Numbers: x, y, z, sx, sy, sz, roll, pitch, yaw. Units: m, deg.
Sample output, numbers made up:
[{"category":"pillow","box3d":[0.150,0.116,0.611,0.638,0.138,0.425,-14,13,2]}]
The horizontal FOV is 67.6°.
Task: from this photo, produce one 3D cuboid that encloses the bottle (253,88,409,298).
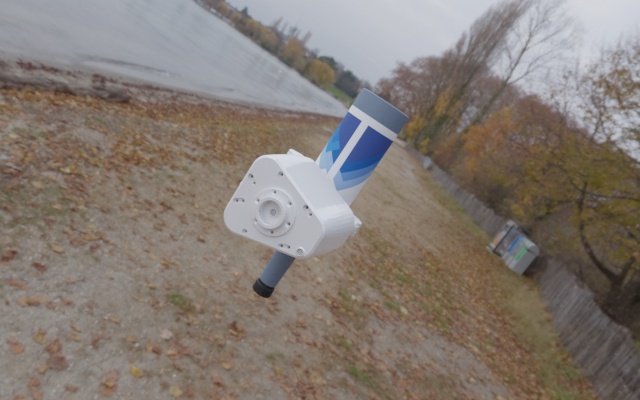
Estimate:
[{"category":"bottle","box3d":[0.000,0.002,0.607,0.069,0.296,0.069,32,12,-8]}]
